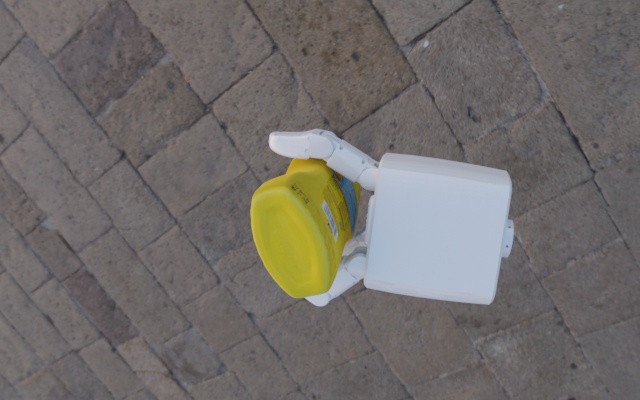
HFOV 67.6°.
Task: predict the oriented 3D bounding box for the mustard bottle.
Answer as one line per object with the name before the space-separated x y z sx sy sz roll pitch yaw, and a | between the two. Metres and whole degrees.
mustard bottle | 0.000 0.002 0.445 0.058 0.096 0.191 -16 16 21
